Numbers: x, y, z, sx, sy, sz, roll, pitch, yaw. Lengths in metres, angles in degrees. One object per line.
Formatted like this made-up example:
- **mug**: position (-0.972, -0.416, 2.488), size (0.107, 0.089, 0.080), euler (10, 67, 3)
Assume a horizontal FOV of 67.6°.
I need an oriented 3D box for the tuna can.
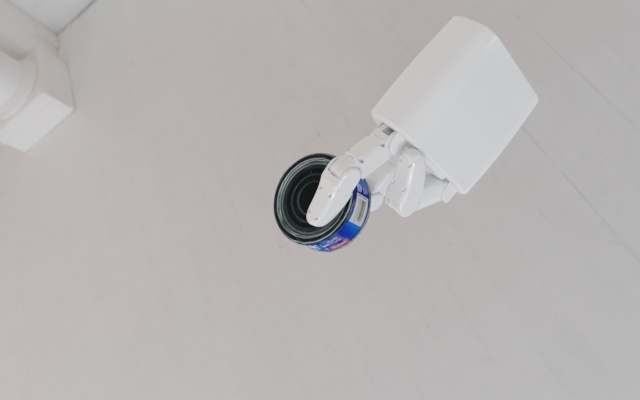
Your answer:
- **tuna can**: position (0.000, 0.001, 0.428), size (0.086, 0.086, 0.034), euler (0, -15, 32)
